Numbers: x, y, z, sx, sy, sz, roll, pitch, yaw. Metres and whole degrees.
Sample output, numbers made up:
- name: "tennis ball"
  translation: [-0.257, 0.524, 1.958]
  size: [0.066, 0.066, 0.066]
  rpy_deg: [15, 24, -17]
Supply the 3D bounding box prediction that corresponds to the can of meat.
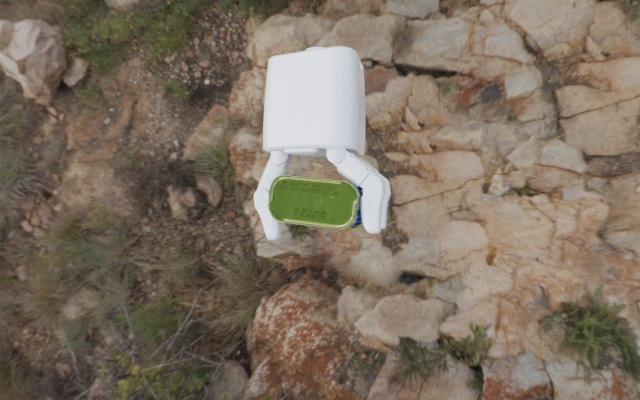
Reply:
- name: "can of meat"
  translation: [0.000, 0.002, 0.533]
  size: [0.102, 0.057, 0.084]
  rpy_deg: [6, 0, 12]
